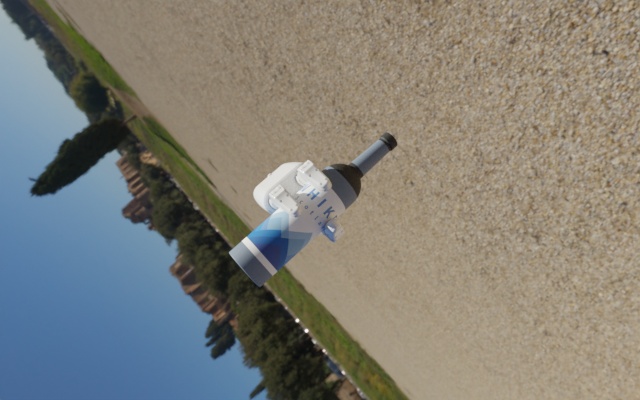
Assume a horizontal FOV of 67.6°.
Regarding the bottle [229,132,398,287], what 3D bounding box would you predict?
[{"bbox_3d":[0.000,0.002,0.703,0.295,0.069,0.069,-42,9,-10],"label":"bottle"}]
